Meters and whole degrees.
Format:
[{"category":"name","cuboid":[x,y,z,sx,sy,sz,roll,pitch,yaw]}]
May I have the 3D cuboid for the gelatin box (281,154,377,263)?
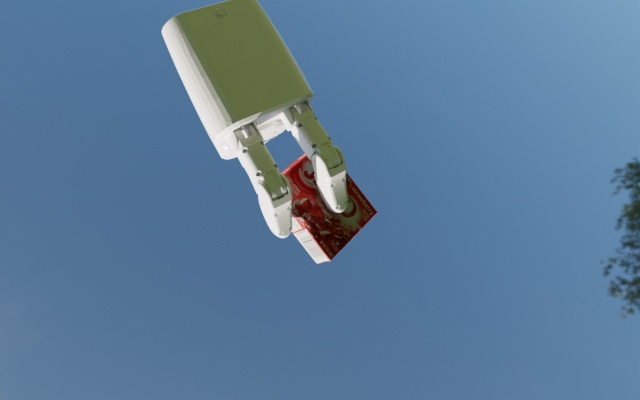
[{"category":"gelatin box","cuboid":[0.000,0.002,0.446,0.073,0.089,0.030,-43,10,-30]}]
